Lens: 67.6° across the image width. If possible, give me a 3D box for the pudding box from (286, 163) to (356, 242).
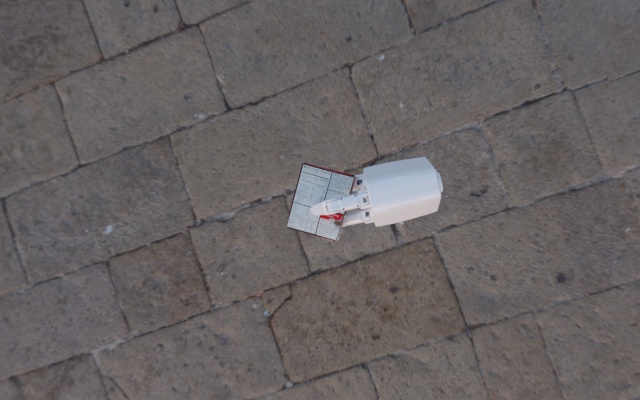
[{"bbox_3d":[0.000,0.003,0.779,0.090,0.113,0.039,16,2,5],"label":"pudding box"}]
